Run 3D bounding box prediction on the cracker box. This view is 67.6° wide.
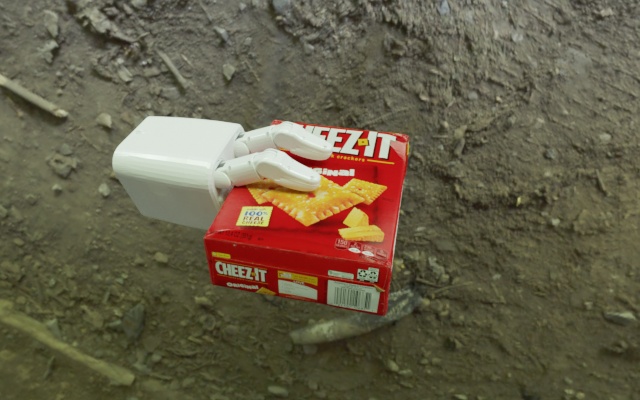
[{"bbox_3d":[0.000,0.002,0.489,0.164,0.072,0.213,8,40,9],"label":"cracker box"}]
